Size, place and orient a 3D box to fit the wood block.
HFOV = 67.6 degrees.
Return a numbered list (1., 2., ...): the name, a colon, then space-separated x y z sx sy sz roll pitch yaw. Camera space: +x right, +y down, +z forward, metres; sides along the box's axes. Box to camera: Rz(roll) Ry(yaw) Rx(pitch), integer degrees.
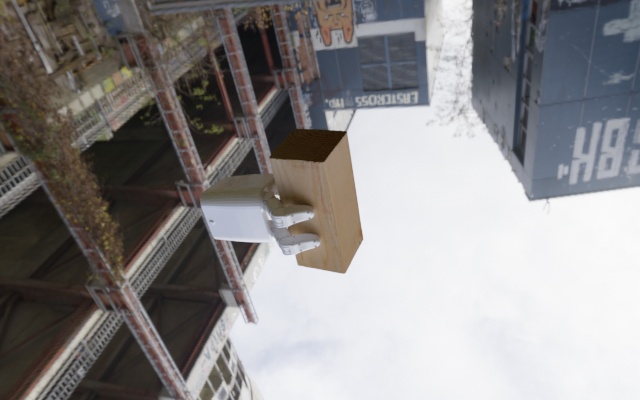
1. wood block: 0.000 0.002 0.739 0.090 0.206 0.090 6 39 24
